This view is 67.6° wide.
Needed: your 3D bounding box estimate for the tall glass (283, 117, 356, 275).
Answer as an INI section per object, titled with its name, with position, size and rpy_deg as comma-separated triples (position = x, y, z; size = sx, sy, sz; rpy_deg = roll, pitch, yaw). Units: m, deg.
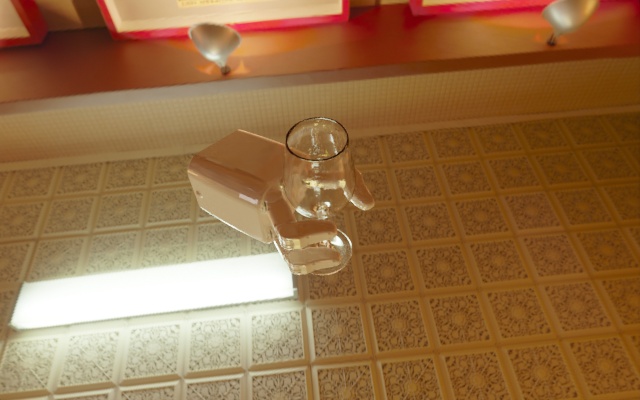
[tall glass]
position = 0.000, 0.002, 0.539
size = 0.079, 0.079, 0.201
rpy_deg = 0, -39, 2
